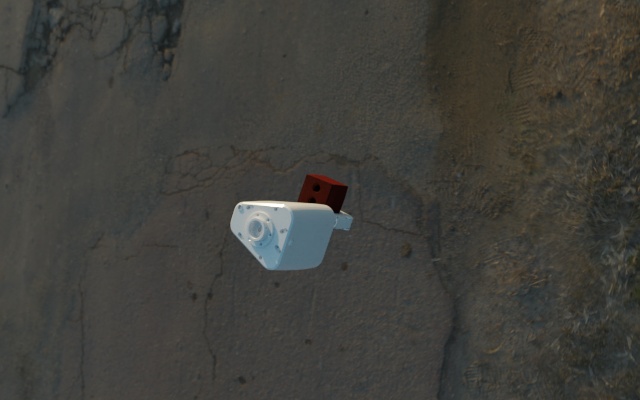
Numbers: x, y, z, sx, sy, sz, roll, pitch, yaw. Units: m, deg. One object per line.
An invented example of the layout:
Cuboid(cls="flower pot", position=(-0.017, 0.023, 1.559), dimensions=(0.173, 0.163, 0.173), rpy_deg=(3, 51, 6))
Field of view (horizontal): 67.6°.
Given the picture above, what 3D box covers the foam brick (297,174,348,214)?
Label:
Cuboid(cls="foam brick", position=(0.000, 0.002, 0.759), dimensions=(0.053, 0.078, 0.051), rpy_deg=(24, 10, 32))
